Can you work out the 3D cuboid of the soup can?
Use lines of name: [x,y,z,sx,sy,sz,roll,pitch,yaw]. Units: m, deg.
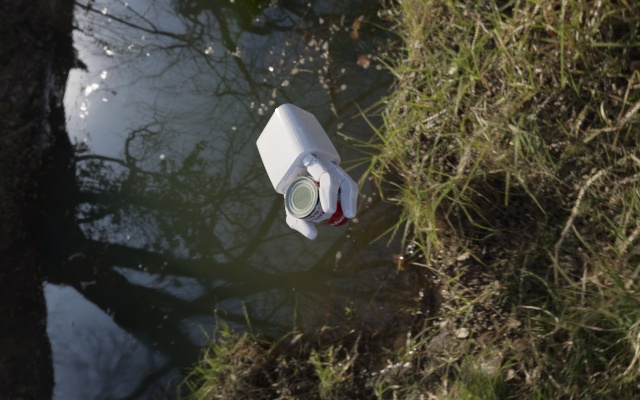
soup can: [0.000,0.003,0.765,0.068,0.068,0.102,0,-9,37]
